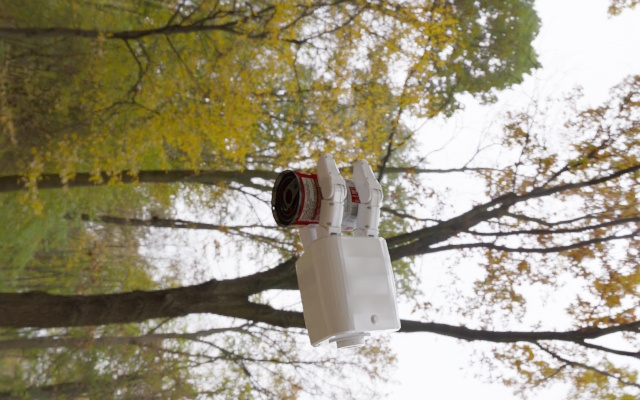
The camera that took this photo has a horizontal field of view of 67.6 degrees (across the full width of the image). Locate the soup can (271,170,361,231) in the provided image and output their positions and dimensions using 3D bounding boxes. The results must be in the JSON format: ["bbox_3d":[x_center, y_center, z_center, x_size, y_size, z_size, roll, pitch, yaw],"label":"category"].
[{"bbox_3d":[0.000,0.002,0.583,0.102,0.068,0.068,6,-3,-34],"label":"soup can"}]
